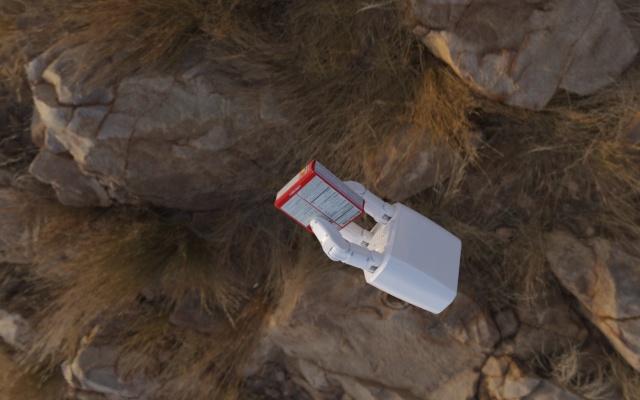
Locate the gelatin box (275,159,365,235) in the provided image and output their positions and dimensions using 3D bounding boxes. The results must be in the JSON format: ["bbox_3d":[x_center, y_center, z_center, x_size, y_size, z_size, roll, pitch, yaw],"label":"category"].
[{"bbox_3d":[0.000,0.002,0.596,0.089,0.030,0.073,37,-58,-21],"label":"gelatin box"}]
